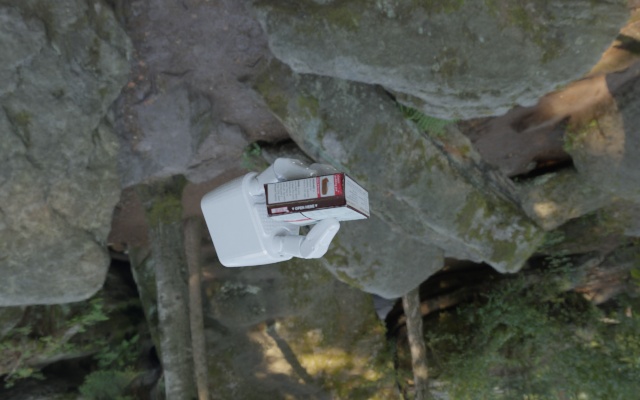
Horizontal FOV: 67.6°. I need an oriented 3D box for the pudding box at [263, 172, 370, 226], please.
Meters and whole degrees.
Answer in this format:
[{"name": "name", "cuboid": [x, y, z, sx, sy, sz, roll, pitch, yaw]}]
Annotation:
[{"name": "pudding box", "cuboid": [0.000, 0.002, 0.533, 0.090, 0.039, 0.113, -8, -9, 16]}]
